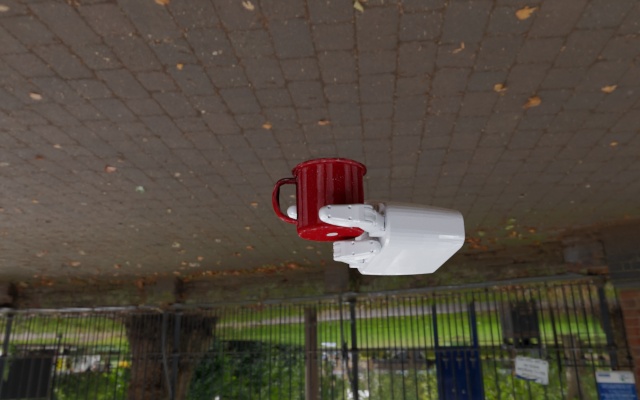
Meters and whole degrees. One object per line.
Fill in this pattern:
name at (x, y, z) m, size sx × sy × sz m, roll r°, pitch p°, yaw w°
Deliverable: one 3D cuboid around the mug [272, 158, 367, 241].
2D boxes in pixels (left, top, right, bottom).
mug at (-0.001, 0.002, 0.574) m, size 0.117 × 0.081 × 0.093 m, roll 3°, pitch -17°, yaw -16°
